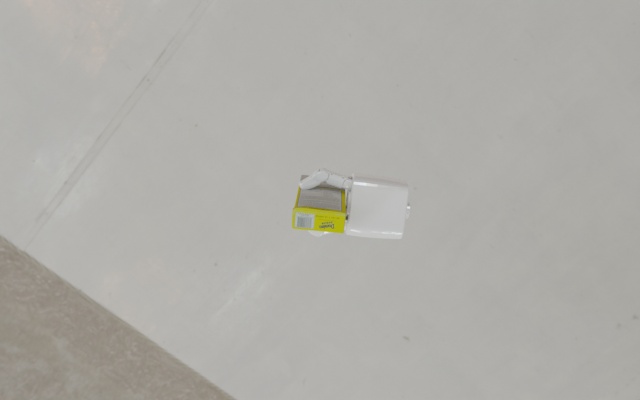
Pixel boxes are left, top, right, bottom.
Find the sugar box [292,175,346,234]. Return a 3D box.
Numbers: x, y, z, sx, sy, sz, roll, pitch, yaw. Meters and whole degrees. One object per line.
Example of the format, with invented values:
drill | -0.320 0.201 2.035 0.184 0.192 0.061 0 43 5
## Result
sugar box | 0.000 0.004 0.898 0.093 0.048 0.176 6 20 1
